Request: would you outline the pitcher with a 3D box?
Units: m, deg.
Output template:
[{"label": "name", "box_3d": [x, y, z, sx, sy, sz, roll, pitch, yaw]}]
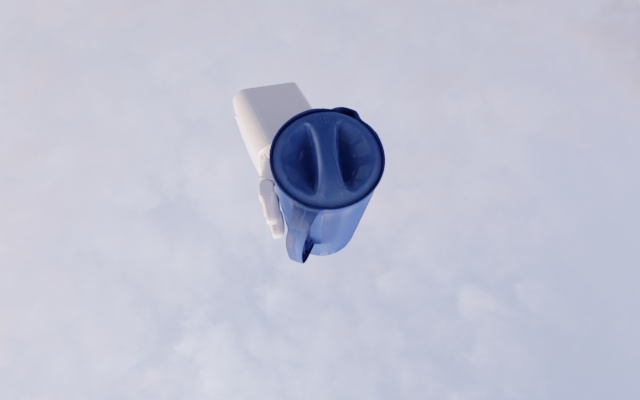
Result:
[{"label": "pitcher", "box_3d": [0.000, 0.002, 0.648, 0.149, 0.145, 0.243, -24, -20, -11]}]
